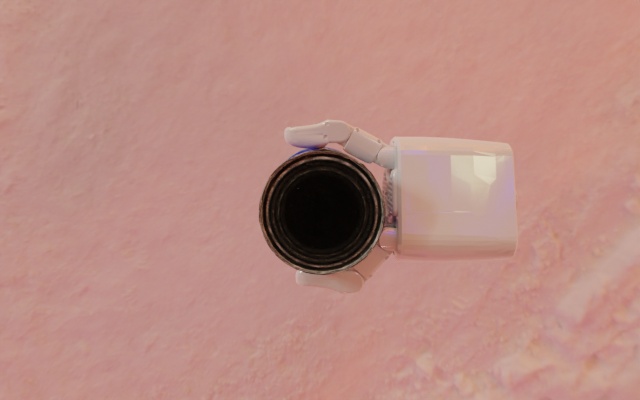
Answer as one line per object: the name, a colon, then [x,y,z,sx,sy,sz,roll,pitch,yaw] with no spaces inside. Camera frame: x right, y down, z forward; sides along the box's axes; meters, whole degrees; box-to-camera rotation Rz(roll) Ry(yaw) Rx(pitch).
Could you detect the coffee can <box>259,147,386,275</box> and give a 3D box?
coffee can: [0.000,0.001,0.451,0.103,0.103,0.140,0,7,-1]
